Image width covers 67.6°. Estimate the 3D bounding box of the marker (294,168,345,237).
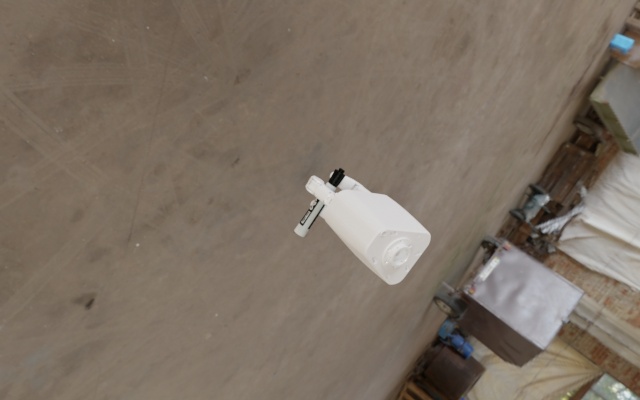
[{"bbox_3d":[0.000,0.002,0.731,0.020,0.121,0.020,33,9,-6],"label":"marker"}]
